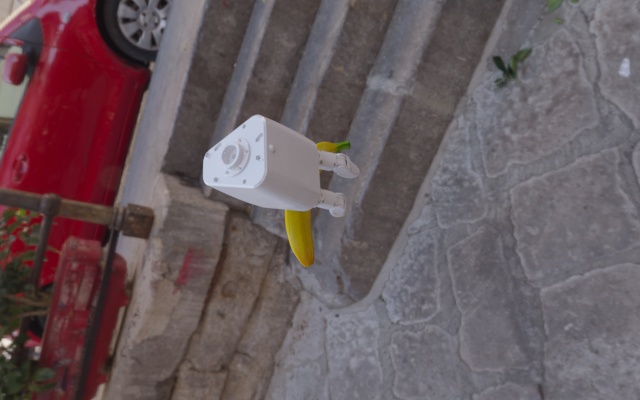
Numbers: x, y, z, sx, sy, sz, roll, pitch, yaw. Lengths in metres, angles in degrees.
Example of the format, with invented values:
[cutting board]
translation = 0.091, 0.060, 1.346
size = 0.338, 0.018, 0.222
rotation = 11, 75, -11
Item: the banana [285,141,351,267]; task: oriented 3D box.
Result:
[banana]
translation = -0.016, -0.006, 0.693
size = 0.069, 0.197, 0.037
rotation = 16, -9, 11
